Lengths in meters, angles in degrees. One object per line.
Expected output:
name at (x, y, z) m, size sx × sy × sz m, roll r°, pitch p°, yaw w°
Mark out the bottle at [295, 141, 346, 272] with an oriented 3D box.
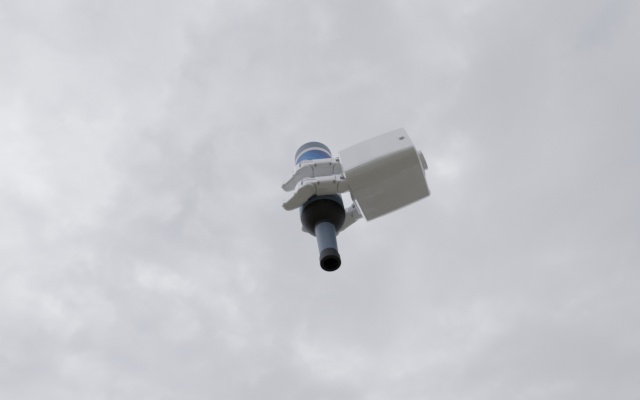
bottle at (0.000, 0.002, 0.722) m, size 0.069 × 0.069 × 0.295 m, roll 0°, pitch 32°, yaw -6°
